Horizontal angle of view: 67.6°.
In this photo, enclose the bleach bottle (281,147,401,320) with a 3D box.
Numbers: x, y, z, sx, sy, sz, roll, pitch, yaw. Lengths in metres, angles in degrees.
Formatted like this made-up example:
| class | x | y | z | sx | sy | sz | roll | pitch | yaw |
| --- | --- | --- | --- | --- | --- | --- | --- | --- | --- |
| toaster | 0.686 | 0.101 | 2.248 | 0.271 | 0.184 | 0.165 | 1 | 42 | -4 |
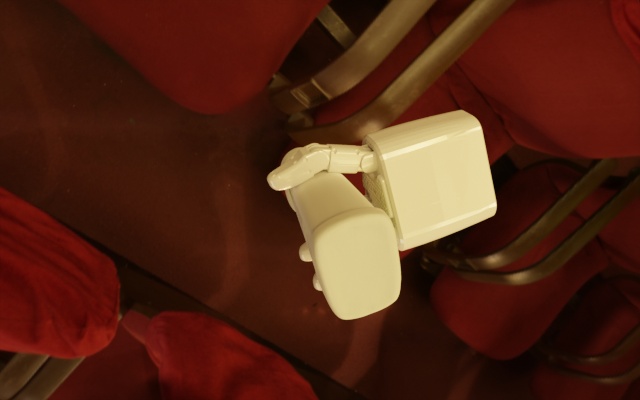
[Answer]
| class | x | y | z | sx | sy | sz | roll | pitch | yaw |
| --- | --- | --- | --- | --- | --- | --- | --- | --- | --- |
| bleach bottle | 0.000 | 0.002 | 0.482 | 0.068 | 0.103 | 0.250 | -18 | 30 | -7 |
